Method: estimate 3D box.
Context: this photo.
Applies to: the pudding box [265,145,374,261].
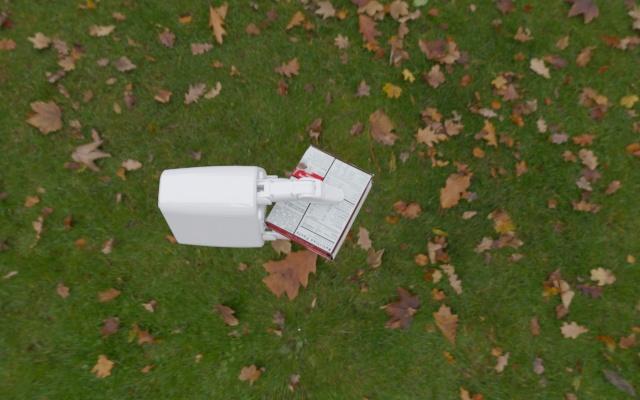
[{"bbox_3d":[0.000,0.002,0.568,0.090,0.113,0.039,27,-13,8],"label":"pudding box"}]
